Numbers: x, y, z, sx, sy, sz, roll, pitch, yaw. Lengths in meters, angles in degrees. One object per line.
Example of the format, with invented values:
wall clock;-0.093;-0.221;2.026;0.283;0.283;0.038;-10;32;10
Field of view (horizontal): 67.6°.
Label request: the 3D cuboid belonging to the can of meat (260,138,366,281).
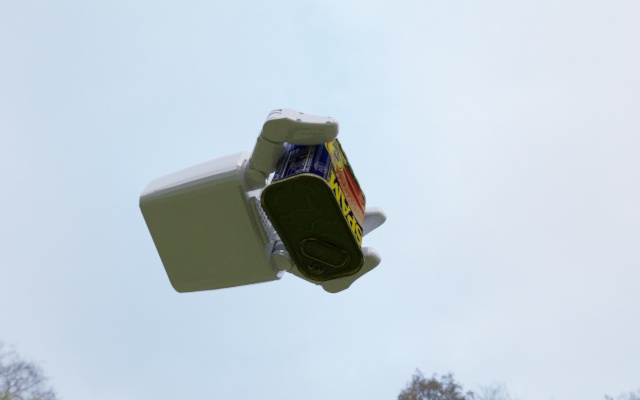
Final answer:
can of meat;0.000;0.001;0.401;0.057;0.102;0.084;-16;31;19
